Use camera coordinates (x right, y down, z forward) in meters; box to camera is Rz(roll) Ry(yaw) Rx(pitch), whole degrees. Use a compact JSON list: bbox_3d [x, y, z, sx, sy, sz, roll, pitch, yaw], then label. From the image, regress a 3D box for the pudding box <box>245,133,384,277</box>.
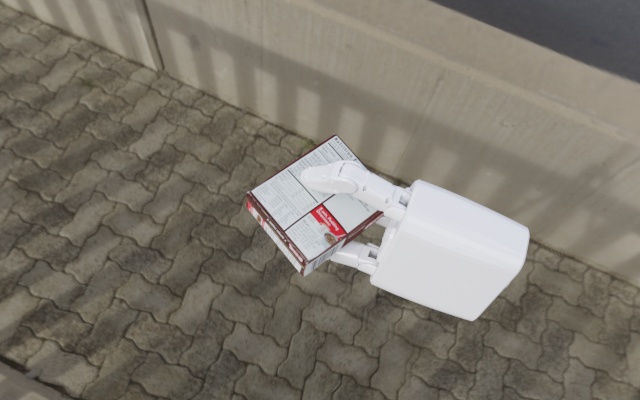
[{"bbox_3d":[0.000,0.001,0.452,0.113,0.090,0.039,-35,-15,-24],"label":"pudding box"}]
